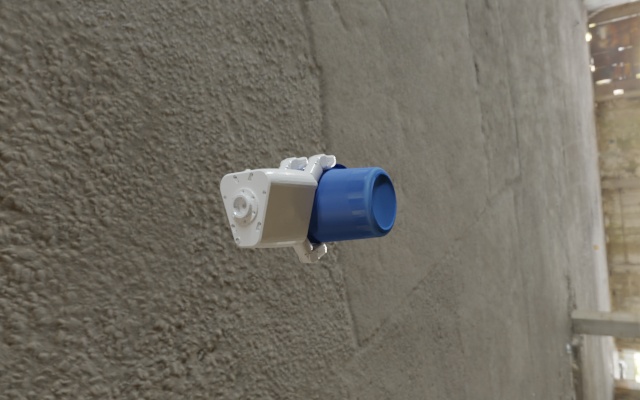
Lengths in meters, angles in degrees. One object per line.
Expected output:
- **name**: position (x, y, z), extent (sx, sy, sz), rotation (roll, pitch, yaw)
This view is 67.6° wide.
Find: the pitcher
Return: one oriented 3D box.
- **pitcher**: position (0.000, 0.003, 0.797), extent (0.243, 0.149, 0.145), rotation (-5, -4, 33)
